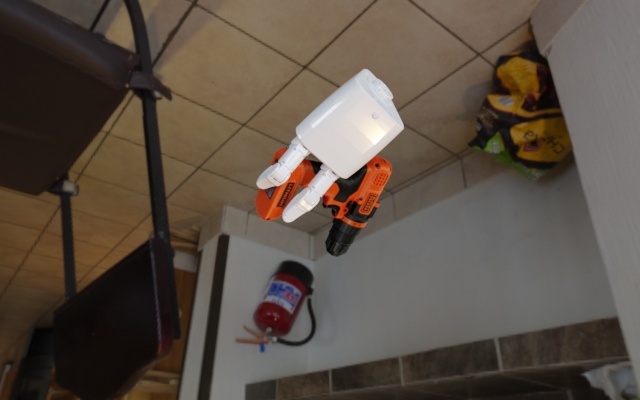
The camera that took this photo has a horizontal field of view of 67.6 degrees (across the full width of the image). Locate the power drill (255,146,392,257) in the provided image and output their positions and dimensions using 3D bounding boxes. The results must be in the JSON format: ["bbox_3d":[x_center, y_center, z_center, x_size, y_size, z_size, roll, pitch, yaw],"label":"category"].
[{"bbox_3d":[0.000,0.002,0.725,0.188,0.184,0.057,10,26,-34],"label":"power drill"}]
